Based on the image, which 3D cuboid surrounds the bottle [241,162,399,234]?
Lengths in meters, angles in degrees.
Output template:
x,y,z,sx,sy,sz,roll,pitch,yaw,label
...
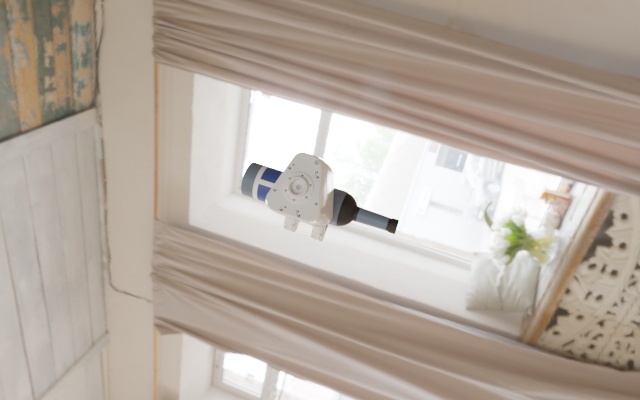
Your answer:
x,y,z,sx,sy,sz,roll,pitch,yaw,label
0.000,0.003,0.884,0.295,0.069,0.069,18,4,11,bottle
